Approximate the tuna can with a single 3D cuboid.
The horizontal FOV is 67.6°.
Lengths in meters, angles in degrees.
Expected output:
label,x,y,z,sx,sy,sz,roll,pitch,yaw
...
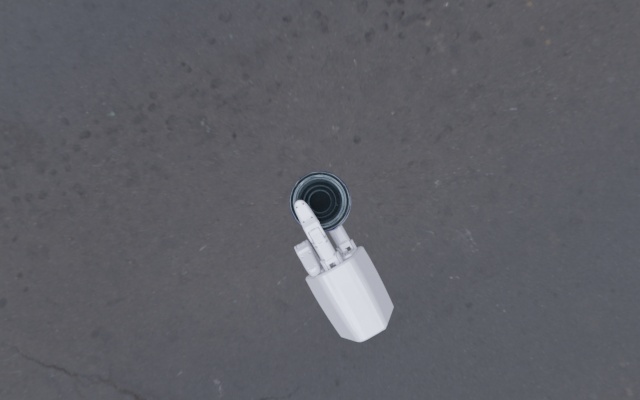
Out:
label,x,y,z,sx,sy,sz,roll,pitch,yaw
tuna can,0.000,0.002,0.667,0.086,0.086,0.034,0,-3,4
